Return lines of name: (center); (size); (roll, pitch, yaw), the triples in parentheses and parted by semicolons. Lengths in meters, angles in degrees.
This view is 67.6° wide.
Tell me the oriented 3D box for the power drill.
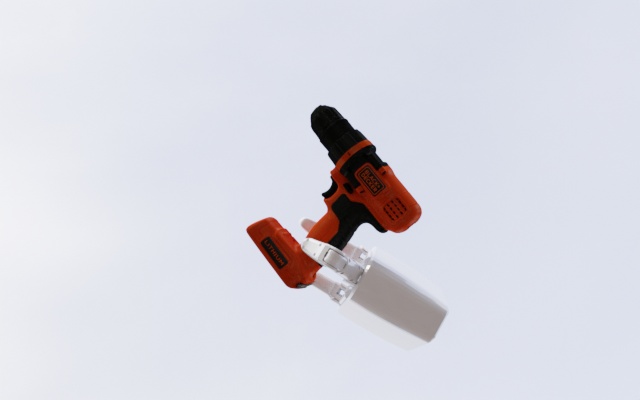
power drill: (0.000, 0.002, 0.581); (0.188, 0.184, 0.057); (-42, -16, 15)
